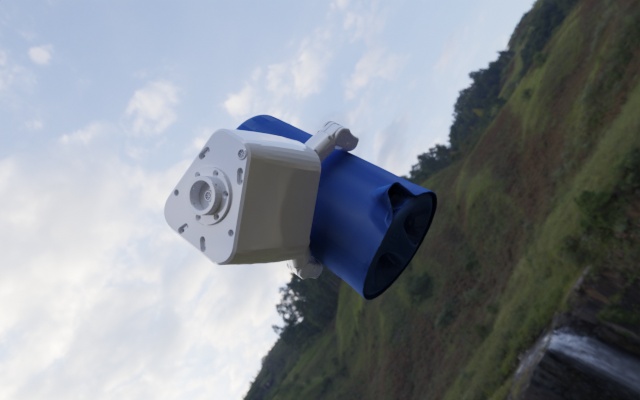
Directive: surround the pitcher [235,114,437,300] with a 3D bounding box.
[{"bbox_3d":[0.000,0.002,0.561,0.242,0.149,0.145,32,16,27],"label":"pitcher"}]
